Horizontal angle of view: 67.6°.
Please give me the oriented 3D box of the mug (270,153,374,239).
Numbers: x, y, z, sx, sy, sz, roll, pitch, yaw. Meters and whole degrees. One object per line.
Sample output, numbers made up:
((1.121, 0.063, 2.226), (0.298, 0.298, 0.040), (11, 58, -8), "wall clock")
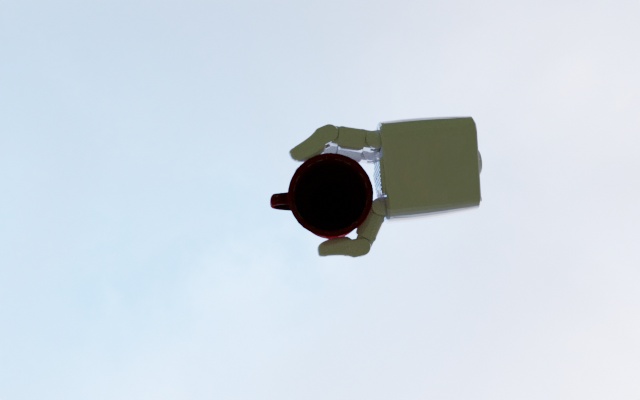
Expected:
((-0.001, 0.002, 0.555), (0.117, 0.093, 0.081), (-4, -11, 1), "mug")
